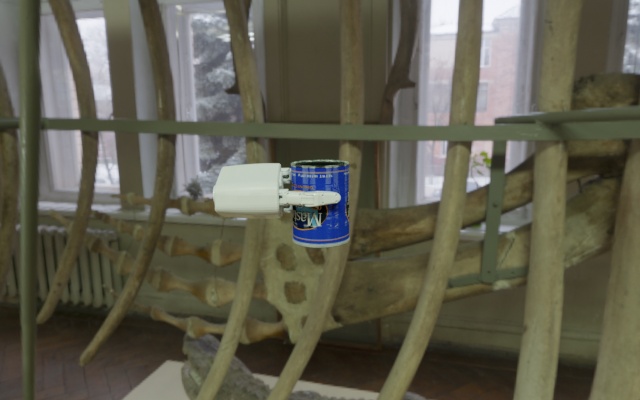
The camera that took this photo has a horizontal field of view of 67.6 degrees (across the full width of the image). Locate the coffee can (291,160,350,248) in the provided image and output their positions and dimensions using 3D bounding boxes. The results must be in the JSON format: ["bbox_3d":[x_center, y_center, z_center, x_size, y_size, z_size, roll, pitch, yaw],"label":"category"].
[{"bbox_3d":[0.000,0.003,0.843,0.103,0.140,0.103,-1,11,0],"label":"coffee can"}]
